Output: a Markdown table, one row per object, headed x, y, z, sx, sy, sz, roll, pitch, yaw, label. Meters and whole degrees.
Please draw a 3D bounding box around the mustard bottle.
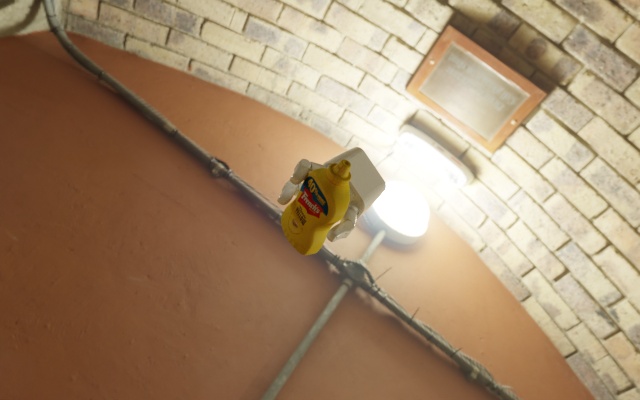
| x | y | z | sx | sy | sz | roll | pitch | yaw | label |
| --- | --- | --- | --- | --- | --- | --- | --- | --- | --- |
| 0.000 | 0.003 | 0.813 | 0.058 | 0.096 | 0.192 | -5 | -37 | -38 | mustard bottle |
